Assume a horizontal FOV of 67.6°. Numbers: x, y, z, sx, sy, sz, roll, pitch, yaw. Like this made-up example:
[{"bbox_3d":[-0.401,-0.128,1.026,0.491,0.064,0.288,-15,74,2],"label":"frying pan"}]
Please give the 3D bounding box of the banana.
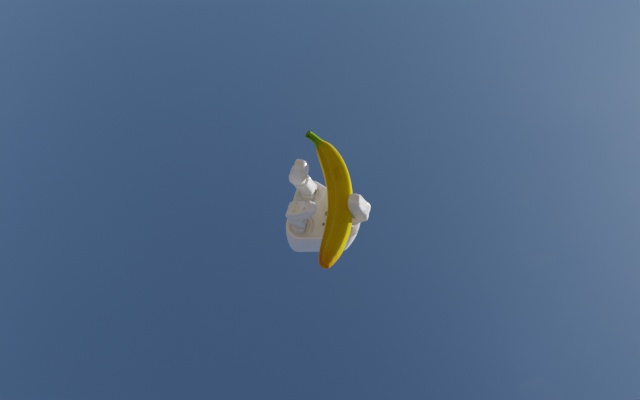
[{"bbox_3d":[0.016,-0.001,0.684,0.069,0.197,0.037,0,-16,-27],"label":"banana"}]
